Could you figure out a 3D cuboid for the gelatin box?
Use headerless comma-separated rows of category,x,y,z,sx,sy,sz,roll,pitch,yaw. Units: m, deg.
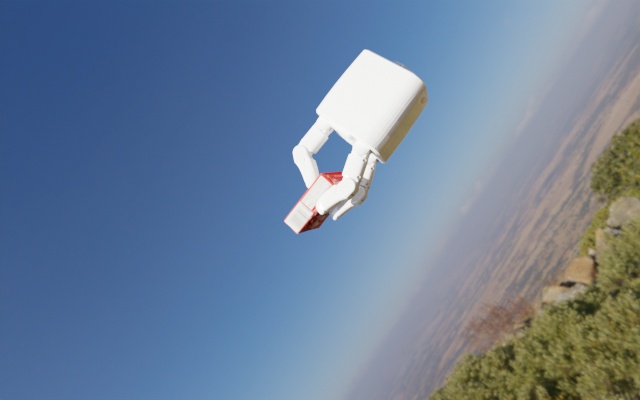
gelatin box,0.000,0.002,0.657,0.030,0.089,0.073,43,18,15
